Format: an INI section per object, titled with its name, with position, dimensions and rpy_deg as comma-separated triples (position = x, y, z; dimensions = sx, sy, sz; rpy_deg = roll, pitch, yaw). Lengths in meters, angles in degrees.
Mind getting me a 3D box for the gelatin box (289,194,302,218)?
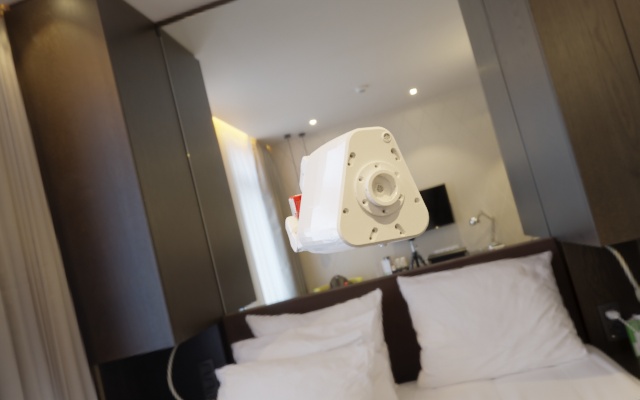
[gelatin box]
position = 0.000, 0.002, 0.612
dimensions = 0.073, 0.030, 0.089
rpy_deg = -13, 0, -7
